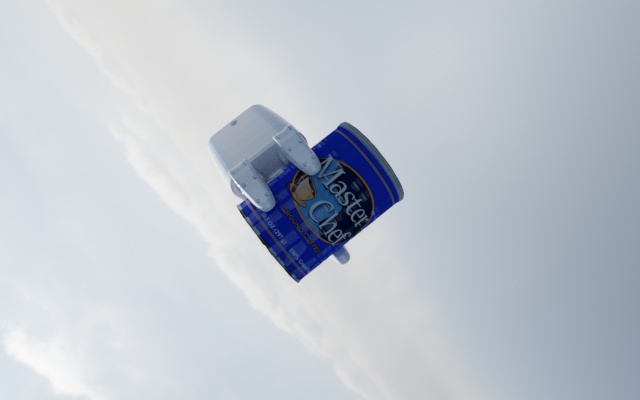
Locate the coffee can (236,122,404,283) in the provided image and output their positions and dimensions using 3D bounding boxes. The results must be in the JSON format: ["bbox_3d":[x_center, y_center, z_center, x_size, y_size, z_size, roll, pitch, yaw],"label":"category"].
[{"bbox_3d":[0.000,0.002,0.495,0.140,0.103,0.103,-38,3,-4],"label":"coffee can"}]
